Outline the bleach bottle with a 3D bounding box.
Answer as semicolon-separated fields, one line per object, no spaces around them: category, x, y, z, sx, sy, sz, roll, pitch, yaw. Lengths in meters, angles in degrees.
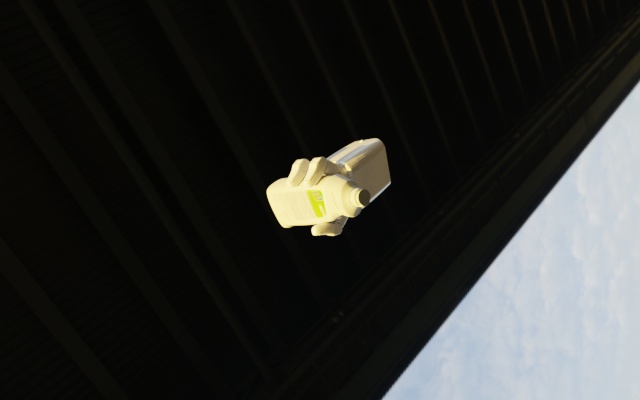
bleach bottle;0.000;0.003;0.880;0.068;0.102;0.251;-36;21;-31
